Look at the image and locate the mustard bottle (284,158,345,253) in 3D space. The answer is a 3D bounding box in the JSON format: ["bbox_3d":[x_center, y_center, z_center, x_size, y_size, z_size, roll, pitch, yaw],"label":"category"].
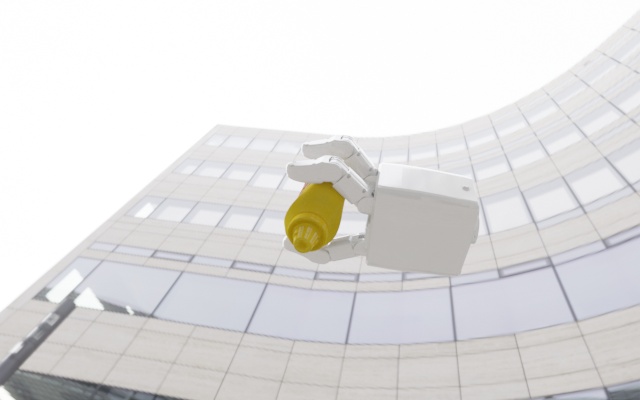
[{"bbox_3d":[0.000,0.002,0.548,0.058,0.096,0.191,30,29,-5],"label":"mustard bottle"}]
